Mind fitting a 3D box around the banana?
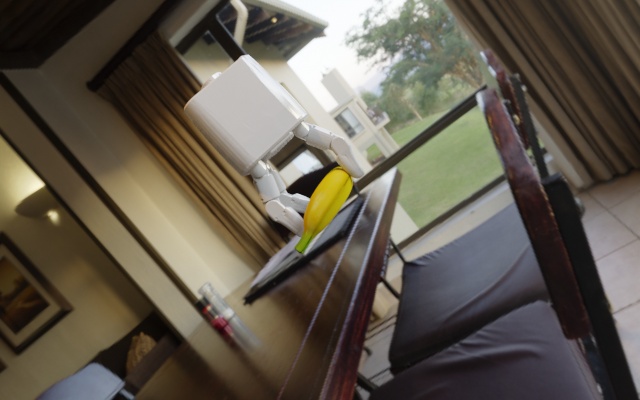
[{"bbox_3d":[0.011,-0.008,0.601,0.070,0.037,0.197,-45,5,27],"label":"banana"}]
